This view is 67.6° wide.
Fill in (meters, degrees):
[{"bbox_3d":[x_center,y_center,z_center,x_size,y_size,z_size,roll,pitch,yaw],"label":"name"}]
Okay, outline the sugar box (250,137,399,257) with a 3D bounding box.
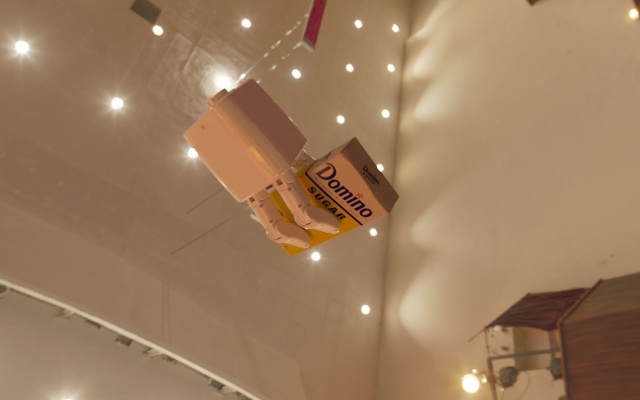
[{"bbox_3d":[0.000,0.002,0.598,0.176,0.093,0.048,-28,16,43],"label":"sugar box"}]
